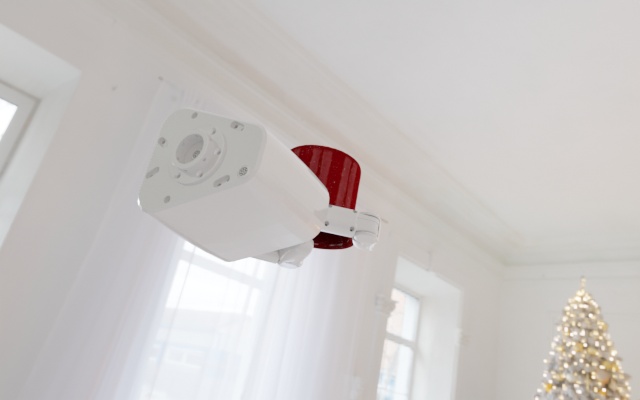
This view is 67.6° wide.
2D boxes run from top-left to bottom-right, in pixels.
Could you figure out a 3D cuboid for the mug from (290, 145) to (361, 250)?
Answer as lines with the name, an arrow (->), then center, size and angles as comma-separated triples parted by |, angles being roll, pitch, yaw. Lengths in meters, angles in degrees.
mug -> 0.001, 0.002, 0.492 | 0.093, 0.081, 0.117 | 2, -23, 25
